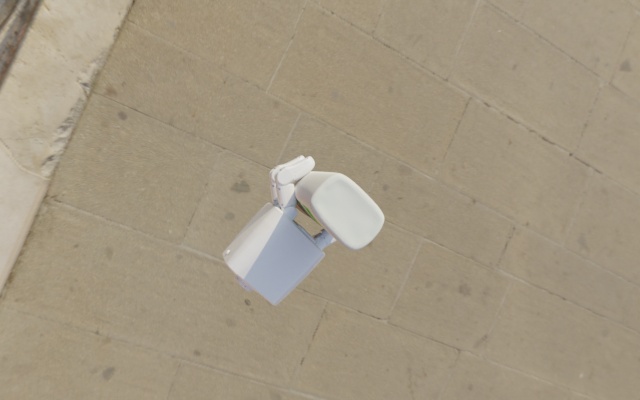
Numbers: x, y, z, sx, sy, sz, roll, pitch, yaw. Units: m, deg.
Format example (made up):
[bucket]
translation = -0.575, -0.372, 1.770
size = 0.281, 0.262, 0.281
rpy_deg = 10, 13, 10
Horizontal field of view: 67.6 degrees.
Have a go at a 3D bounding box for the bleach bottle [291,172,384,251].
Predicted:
[bleach bottle]
translation = 0.000, 0.002, 0.706
size = 0.102, 0.068, 0.251
rpy_deg = 46, -7, -15
